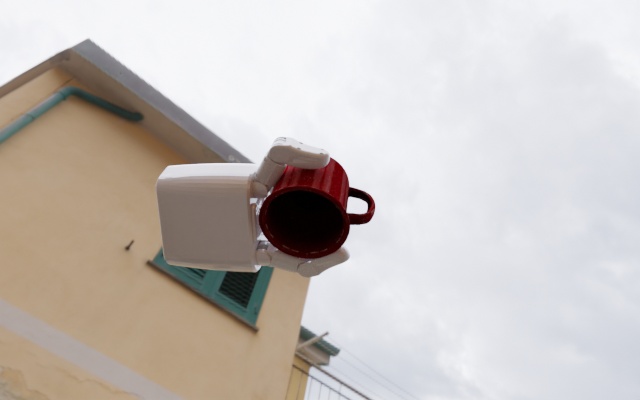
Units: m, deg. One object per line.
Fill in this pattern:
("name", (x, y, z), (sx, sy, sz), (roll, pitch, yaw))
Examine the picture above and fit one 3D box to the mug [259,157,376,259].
("mug", (0.002, 0.002, 0.509), (0.117, 0.093, 0.081), (3, 36, 7))
